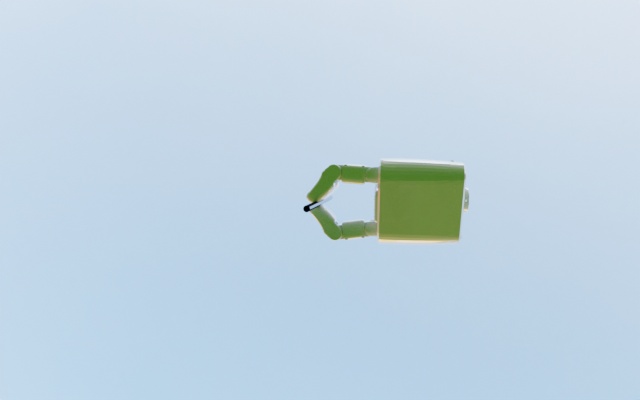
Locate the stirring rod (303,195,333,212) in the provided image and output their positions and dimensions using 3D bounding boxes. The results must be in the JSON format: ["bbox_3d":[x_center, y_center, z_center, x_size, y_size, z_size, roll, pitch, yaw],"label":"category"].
[{"bbox_3d":[0.000,0.002,0.652,0.011,0.011,0.239,0,3,7],"label":"stirring rod"}]
